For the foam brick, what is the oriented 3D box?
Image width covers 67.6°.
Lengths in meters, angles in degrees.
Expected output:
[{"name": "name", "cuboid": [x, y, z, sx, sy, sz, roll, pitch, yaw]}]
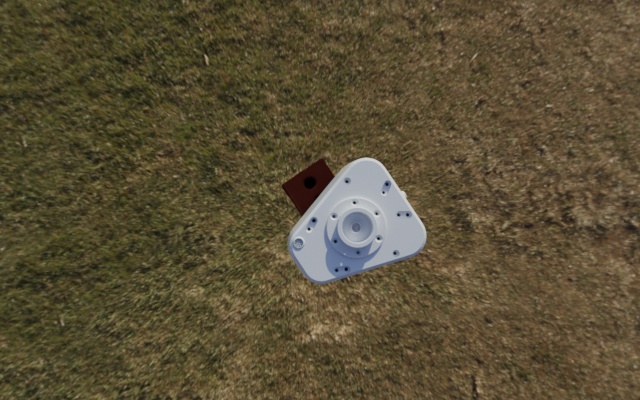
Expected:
[{"name": "foam brick", "cuboid": [0.000, 0.002, 0.518, 0.053, 0.078, 0.051, -34, -2, -3]}]
